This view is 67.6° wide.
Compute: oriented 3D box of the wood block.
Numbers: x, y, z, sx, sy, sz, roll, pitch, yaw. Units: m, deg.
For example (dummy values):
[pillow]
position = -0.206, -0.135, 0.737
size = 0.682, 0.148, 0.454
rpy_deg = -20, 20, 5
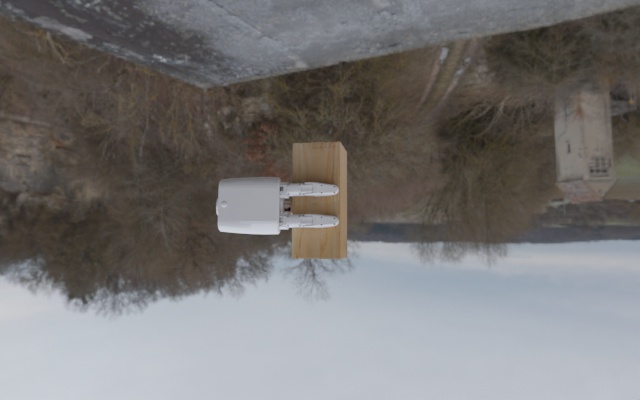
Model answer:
[wood block]
position = 0.000, 0.003, 0.879
size = 0.090, 0.206, 0.091
rpy_deg = -1, -6, 10
